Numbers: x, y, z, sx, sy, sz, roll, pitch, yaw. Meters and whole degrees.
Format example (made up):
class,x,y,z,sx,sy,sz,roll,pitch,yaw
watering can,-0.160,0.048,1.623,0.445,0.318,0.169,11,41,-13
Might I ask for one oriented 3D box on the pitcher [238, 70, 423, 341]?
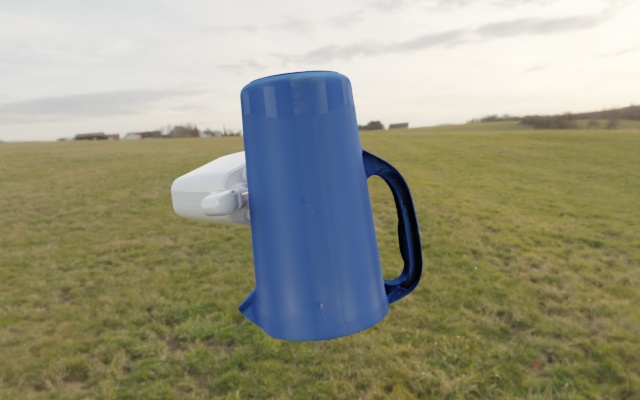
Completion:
class,x,y,z,sx,sy,sz,roll,pitch,yaw
pitcher,0.000,0.002,0.473,0.145,0.243,0.149,-1,9,42
